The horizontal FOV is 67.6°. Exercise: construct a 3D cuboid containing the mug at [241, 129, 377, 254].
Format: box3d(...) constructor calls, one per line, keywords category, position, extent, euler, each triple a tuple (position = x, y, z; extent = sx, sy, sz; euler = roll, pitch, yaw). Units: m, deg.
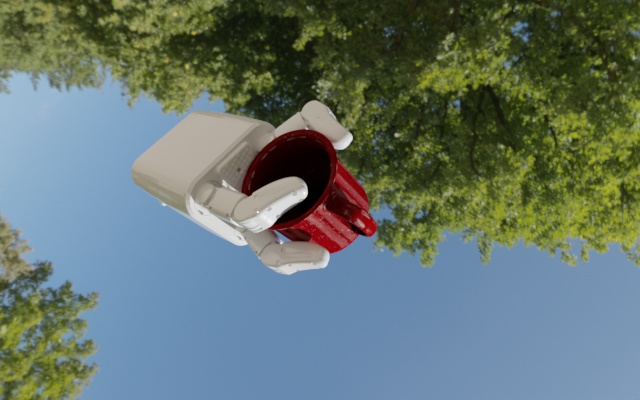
box3d(category="mug", position=(0.001, 0.002, 0.414), extent=(0.117, 0.093, 0.081), euler=(22, -12, 38))
